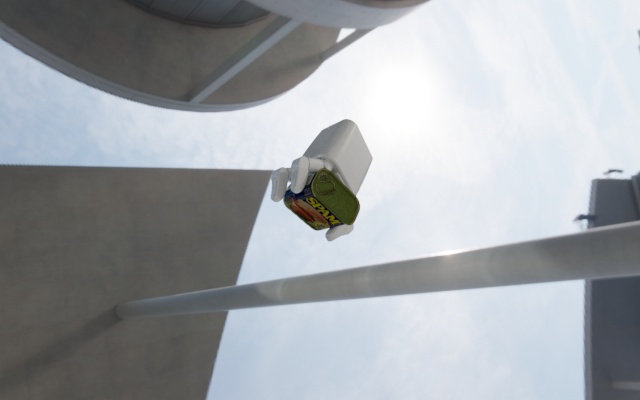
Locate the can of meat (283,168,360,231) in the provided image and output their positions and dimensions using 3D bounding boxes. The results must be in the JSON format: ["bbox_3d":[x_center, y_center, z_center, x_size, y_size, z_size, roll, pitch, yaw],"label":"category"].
[{"bbox_3d":[0.000,0.003,0.789,0.102,0.057,0.084,43,-36,-25],"label":"can of meat"}]
